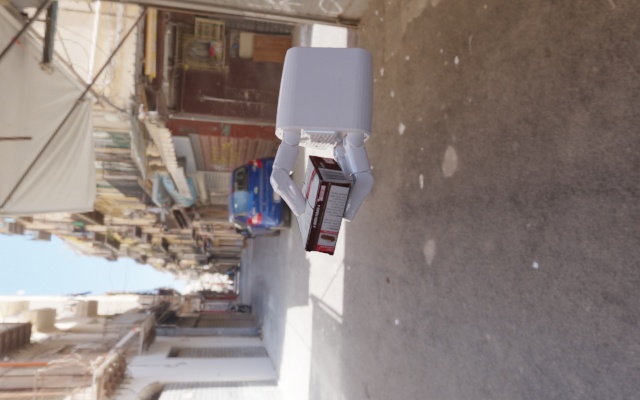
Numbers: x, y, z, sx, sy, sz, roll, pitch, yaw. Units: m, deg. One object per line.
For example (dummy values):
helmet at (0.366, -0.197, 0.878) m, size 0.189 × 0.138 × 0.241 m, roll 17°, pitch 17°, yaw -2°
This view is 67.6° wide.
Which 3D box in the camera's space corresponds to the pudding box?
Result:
pudding box at (0.000, 0.002, 0.579) m, size 0.039 × 0.090 × 0.113 m, roll 9°, pitch 18°, yaw -10°
